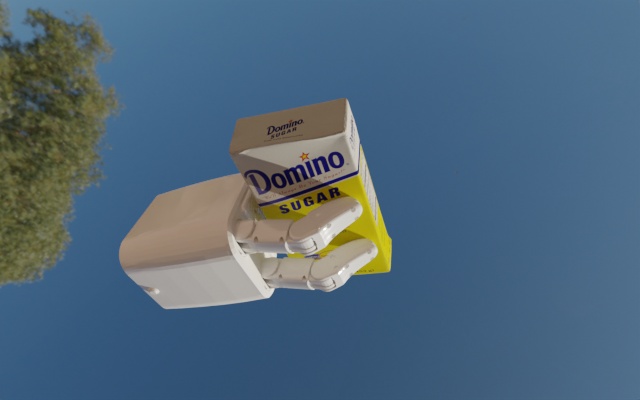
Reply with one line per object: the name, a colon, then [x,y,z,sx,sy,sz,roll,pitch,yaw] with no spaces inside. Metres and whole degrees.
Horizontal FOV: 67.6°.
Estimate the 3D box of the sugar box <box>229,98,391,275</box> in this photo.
sugar box: [0.000,0.002,0.412,0.093,0.048,0.176,-9,-42,16]
